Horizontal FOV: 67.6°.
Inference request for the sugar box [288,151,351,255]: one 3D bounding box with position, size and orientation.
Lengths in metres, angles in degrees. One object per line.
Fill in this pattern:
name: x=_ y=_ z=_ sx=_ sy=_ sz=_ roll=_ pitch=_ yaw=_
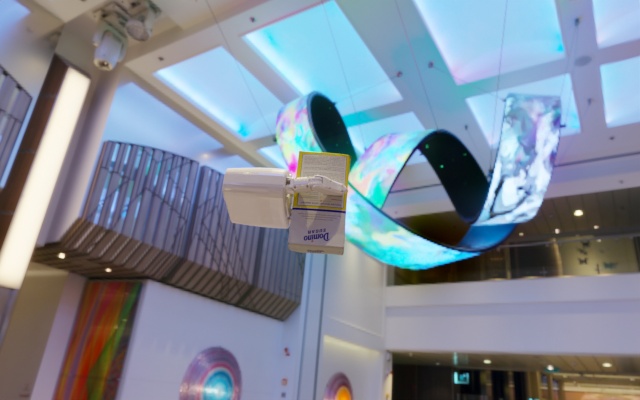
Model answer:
sugar box: x=0.000 y=0.003 z=0.817 sx=0.093 sy=0.176 sz=0.048 roll=5 pitch=-23 yaw=3
